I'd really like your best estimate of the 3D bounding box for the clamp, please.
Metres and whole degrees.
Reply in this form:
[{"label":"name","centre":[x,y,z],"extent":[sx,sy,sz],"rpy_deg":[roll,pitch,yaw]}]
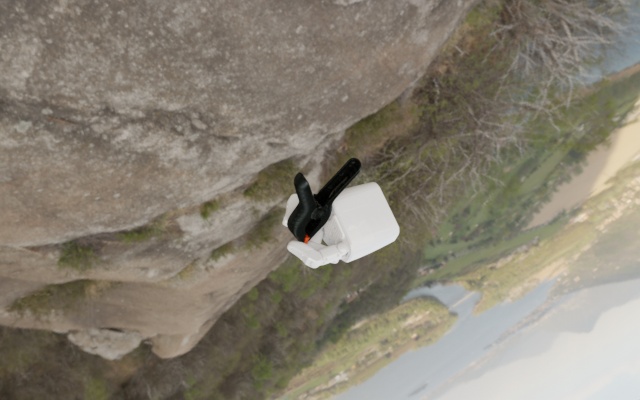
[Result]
[{"label":"clamp","centre":[0.000,0.003,0.738],"extent":[0.120,0.039,0.172],"rpy_deg":[-18,-31,-27]}]
